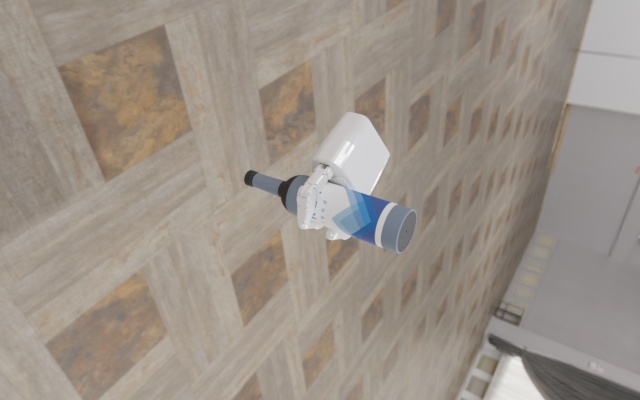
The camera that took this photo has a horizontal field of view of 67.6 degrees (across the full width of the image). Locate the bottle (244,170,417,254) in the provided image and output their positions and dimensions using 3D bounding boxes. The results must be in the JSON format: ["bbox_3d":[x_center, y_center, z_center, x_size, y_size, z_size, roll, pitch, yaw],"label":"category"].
[{"bbox_3d":[0.000,0.003,0.744,0.295,0.069,0.069,19,9,29],"label":"bottle"}]
